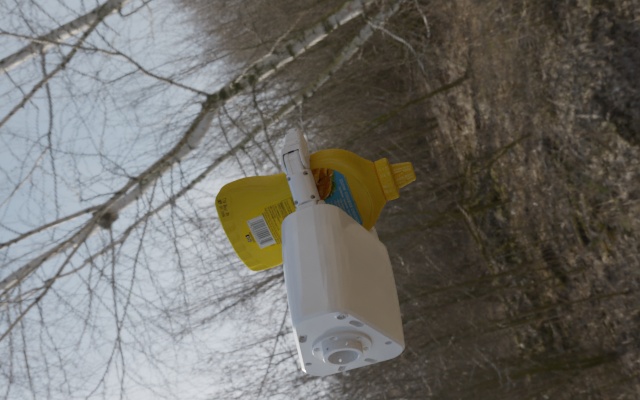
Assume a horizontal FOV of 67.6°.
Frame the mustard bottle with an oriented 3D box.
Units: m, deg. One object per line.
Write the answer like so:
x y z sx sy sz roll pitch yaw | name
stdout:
0.000 0.001 0.475 0.191 0.096 0.058 -19 21 11 | mustard bottle
